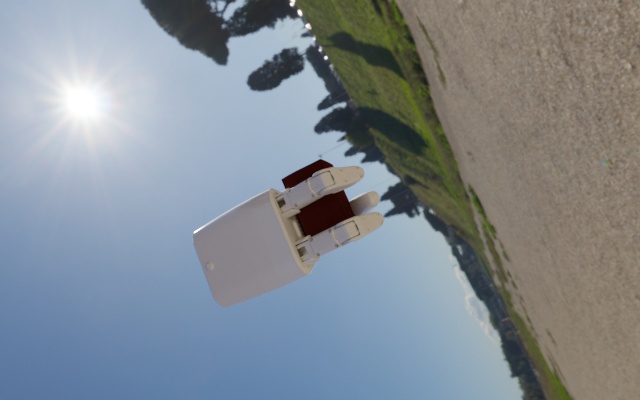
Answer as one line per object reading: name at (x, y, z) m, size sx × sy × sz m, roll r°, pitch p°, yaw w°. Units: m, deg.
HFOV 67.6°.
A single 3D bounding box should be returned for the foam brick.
foam brick at (0.000, 0.001, 0.525) m, size 0.051 × 0.078 × 0.053 m, roll -26°, pitch -12°, yaw 13°
